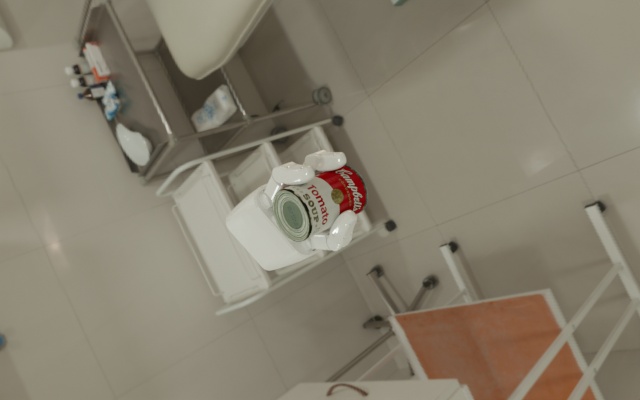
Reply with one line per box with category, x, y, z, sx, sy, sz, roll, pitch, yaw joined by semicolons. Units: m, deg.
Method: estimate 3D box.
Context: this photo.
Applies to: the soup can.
soup can;0.000;0.002;0.588;0.102;0.068;0.068;-25;16;-39
